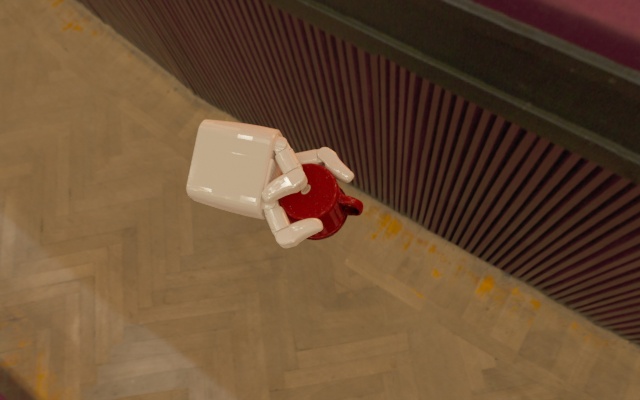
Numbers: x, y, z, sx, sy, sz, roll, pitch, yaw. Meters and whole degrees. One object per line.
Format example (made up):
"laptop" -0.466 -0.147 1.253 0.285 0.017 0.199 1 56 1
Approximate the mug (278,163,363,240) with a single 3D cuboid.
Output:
"mug" 0.001 0.002 0.651 0.117 0.093 0.081 10 -16 12
